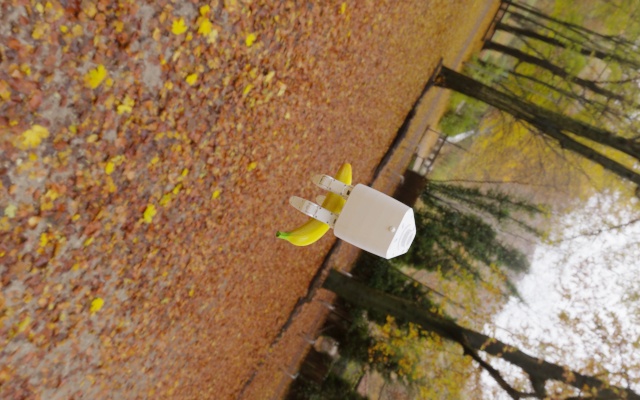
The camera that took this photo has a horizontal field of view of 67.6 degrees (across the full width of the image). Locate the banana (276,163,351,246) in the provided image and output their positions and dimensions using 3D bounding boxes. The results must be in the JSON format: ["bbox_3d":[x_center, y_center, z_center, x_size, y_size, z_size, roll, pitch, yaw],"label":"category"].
[{"bbox_3d":[0.005,0.018,0.880,0.037,0.197,0.070,21,-30,43],"label":"banana"}]
